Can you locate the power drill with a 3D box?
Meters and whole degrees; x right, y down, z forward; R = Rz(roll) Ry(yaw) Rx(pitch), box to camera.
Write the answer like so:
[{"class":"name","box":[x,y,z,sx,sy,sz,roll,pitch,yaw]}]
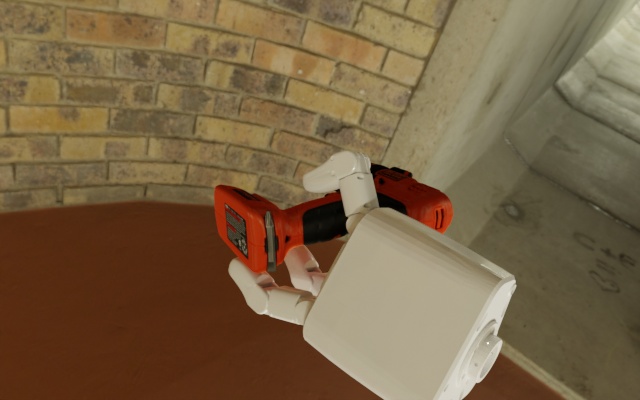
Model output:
[{"class":"power drill","box":[0.000,0.002,0.454,0.187,0.057,0.184,-12,20,-26]}]
